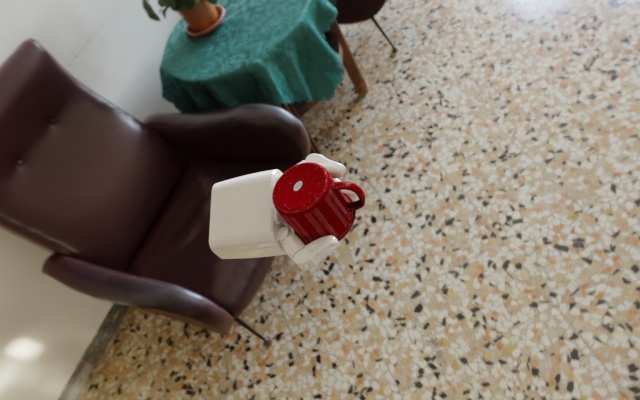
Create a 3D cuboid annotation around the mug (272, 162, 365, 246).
[{"bbox_3d":[0.001,0.002,0.621,0.117,0.093,0.081,-10,-37,22],"label":"mug"}]
